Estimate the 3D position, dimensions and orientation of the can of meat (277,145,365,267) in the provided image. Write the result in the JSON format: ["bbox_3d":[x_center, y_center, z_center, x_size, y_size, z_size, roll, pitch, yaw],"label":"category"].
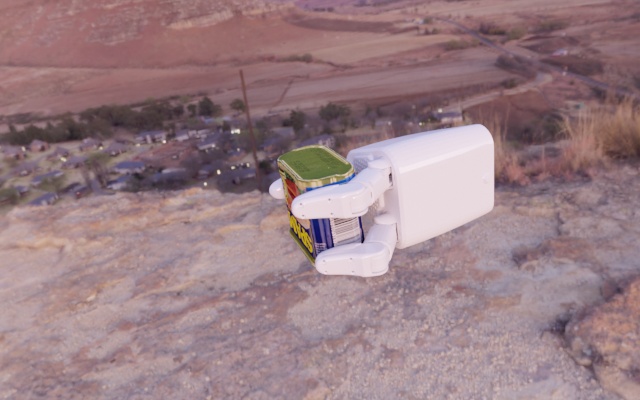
[{"bbox_3d":[0.000,0.001,0.447,0.057,0.084,0.102,-17,25,-15],"label":"can of meat"}]
